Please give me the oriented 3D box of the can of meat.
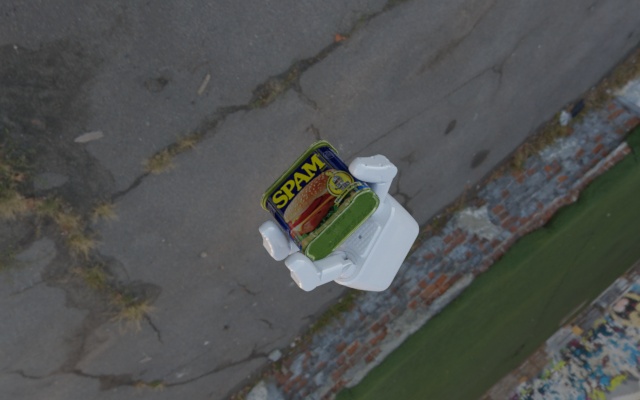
[{"bbox_3d":[0.000,0.002,0.508,0.084,0.102,0.057,49,7,31],"label":"can of meat"}]
